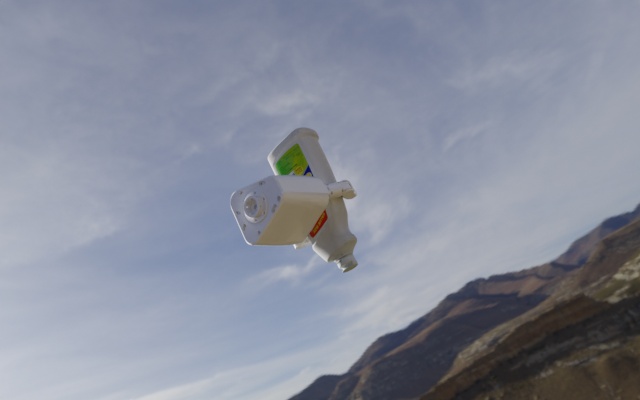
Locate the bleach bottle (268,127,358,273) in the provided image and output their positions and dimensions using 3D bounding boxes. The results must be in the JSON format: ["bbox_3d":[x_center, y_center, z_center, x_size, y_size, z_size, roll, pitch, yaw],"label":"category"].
[{"bbox_3d":[0.000,0.003,0.820,0.102,0.250,0.068,-39,-24,29],"label":"bleach bottle"}]
